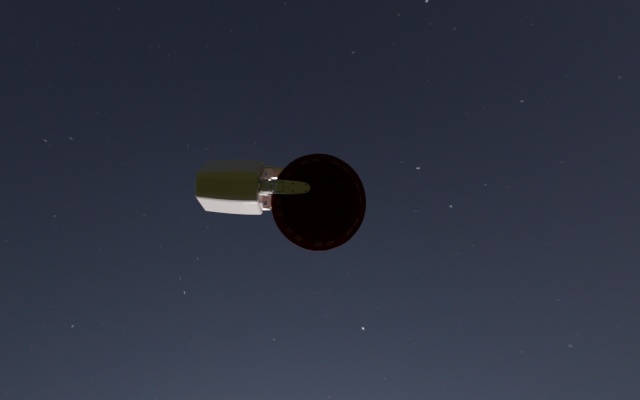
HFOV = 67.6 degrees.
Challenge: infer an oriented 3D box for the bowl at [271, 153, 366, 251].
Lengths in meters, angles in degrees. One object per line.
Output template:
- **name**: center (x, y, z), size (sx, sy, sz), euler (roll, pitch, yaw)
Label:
- **bowl**: center (0.001, 0.003, 0.814), size (0.162, 0.162, 0.055), euler (0, 1, 12)
